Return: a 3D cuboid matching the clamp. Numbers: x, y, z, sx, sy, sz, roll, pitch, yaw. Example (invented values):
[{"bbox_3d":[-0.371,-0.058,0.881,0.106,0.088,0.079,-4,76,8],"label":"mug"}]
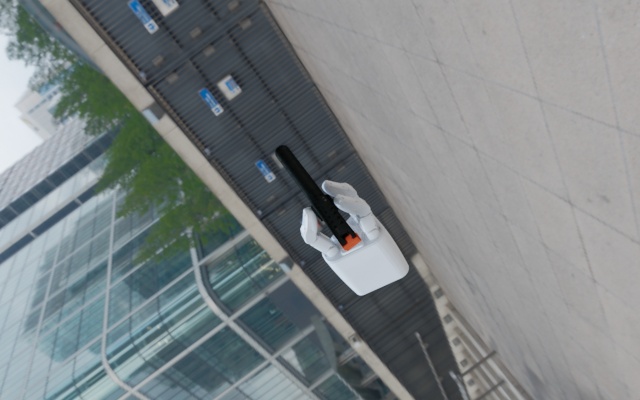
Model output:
[{"bbox_3d":[0.000,0.003,0.747,0.036,0.165,0.210,-39,33,2],"label":"clamp"}]
